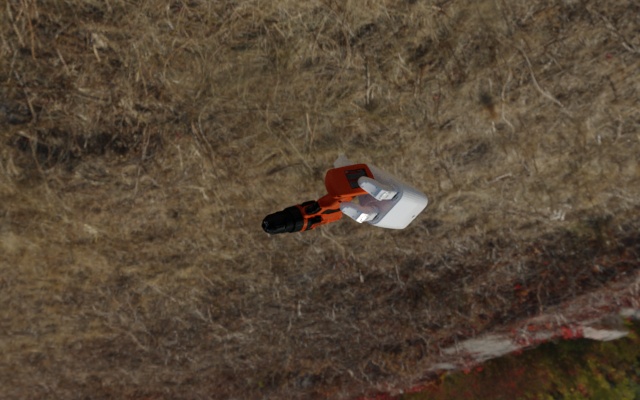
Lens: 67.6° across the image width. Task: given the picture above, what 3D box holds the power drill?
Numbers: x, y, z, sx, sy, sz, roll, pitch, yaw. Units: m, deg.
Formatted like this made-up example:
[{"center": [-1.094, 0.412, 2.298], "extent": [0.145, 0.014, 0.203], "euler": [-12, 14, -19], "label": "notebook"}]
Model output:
[{"center": [0.001, 0.003, 0.883], "extent": [0.184, 0.057, 0.188], "euler": [-14, -15, -38], "label": "power drill"}]
